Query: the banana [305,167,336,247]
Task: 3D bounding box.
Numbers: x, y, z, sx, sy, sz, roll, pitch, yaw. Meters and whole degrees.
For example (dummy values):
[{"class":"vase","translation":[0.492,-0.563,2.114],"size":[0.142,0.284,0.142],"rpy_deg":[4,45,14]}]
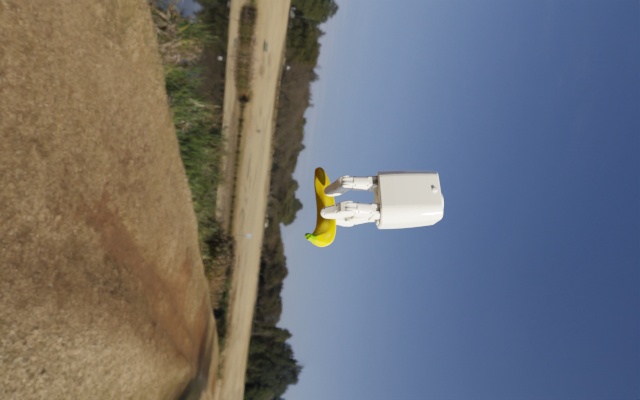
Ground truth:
[{"class":"banana","translation":[0.006,0.019,0.864],"size":[0.037,0.070,0.197],"rpy_deg":[-12,37,13]}]
